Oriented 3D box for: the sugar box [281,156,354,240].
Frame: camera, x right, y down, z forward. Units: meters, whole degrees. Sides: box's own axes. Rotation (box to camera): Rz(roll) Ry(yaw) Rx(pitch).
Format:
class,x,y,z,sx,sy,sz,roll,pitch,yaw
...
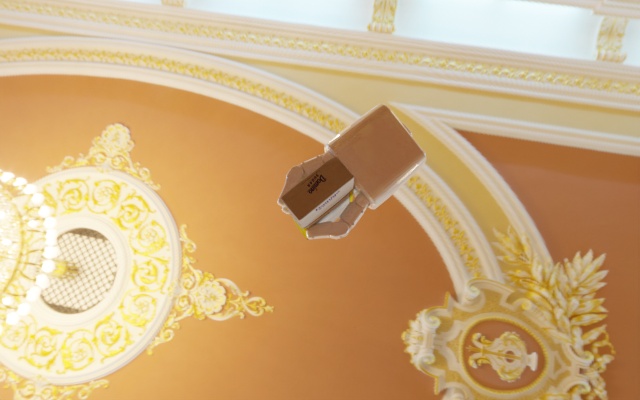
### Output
class,x,y,z,sx,sy,sz,roll,pitch,yaw
sugar box,0.000,0.002,0.687,0.093,0.048,0.176,-38,-14,-7
